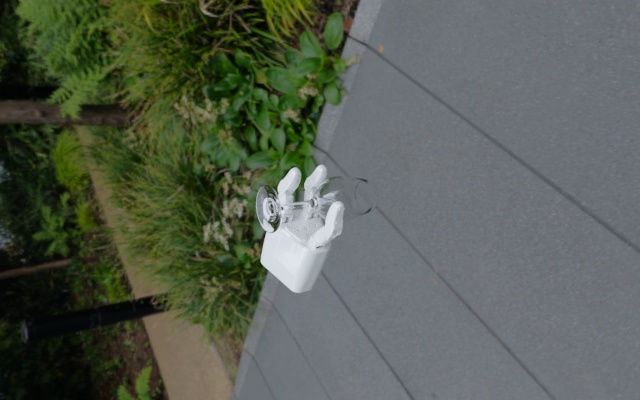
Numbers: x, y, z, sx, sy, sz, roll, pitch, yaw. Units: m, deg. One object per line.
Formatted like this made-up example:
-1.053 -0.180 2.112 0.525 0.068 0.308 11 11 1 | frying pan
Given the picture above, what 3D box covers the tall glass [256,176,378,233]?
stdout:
0.000 0.003 0.785 0.201 0.079 0.079 -8 4 -35 | tall glass
